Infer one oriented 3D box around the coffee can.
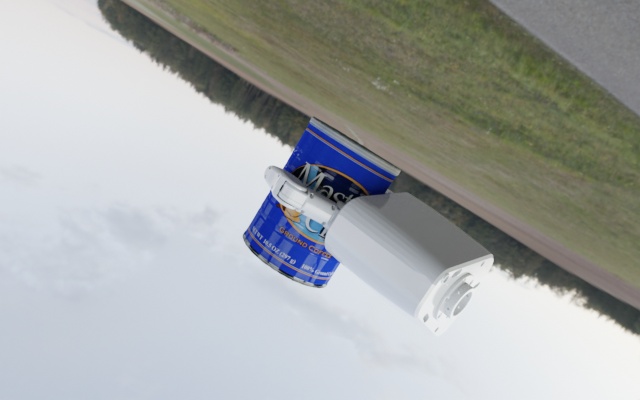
[{"bbox_3d":[0.000,0.001,0.484,0.103,0.140,0.103,31,9,-6],"label":"coffee can"}]
